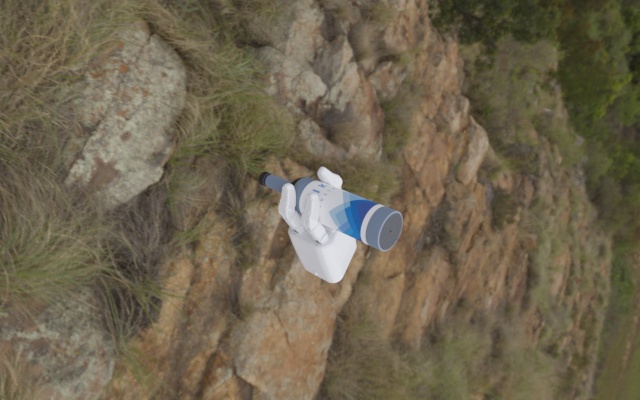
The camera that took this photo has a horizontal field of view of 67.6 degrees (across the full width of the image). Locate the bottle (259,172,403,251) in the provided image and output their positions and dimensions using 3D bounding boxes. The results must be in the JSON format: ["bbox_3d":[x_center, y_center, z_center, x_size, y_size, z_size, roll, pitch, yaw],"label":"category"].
[{"bbox_3d":[0.000,0.003,0.826,0.295,0.069,0.069,23,14,37],"label":"bottle"}]
